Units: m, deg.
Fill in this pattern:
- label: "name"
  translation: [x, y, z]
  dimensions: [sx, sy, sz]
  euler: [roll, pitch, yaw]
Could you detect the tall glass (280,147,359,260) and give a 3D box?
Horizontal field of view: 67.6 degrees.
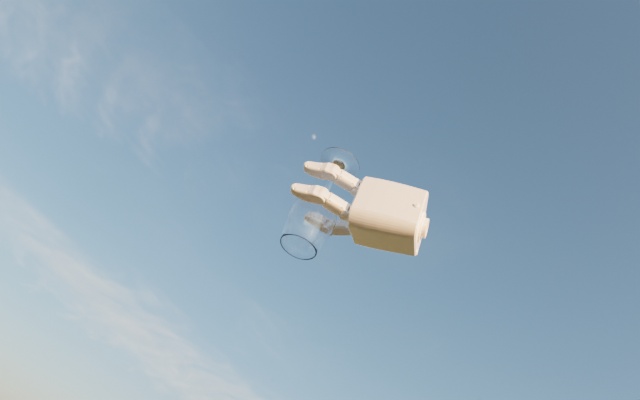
- label: "tall glass"
  translation: [0.000, 0.002, 0.797]
  dimensions: [0.079, 0.201, 0.079]
  euler: [16, -39, 14]
